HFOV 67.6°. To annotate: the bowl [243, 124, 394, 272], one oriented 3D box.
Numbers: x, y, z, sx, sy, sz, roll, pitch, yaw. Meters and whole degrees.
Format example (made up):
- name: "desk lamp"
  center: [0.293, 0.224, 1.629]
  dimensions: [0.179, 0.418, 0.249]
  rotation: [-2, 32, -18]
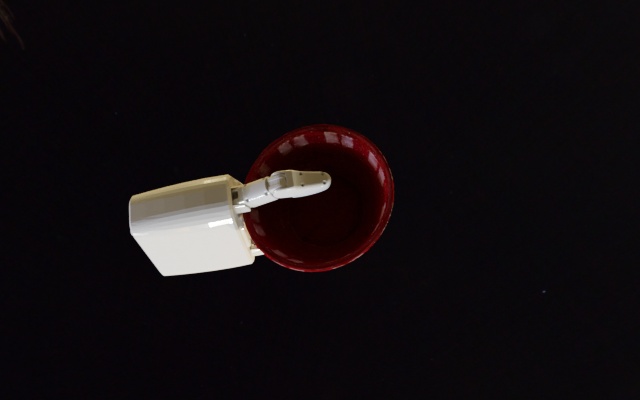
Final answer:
- name: "bowl"
  center: [0.001, 0.002, 0.516]
  dimensions: [0.162, 0.162, 0.055]
  rotation: [0, -19, 14]
